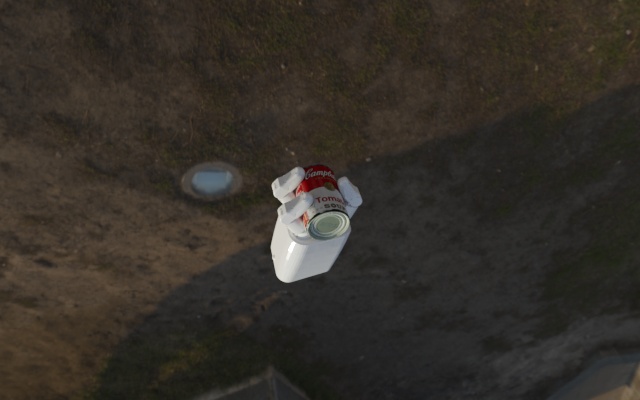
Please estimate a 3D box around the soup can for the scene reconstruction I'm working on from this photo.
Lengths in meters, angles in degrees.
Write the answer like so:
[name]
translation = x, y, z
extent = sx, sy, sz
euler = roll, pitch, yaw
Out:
[soup can]
translation = 0.000, 0.002, 0.727
extent = 0.068, 0.102, 0.069
euler = -10, -43, -9
